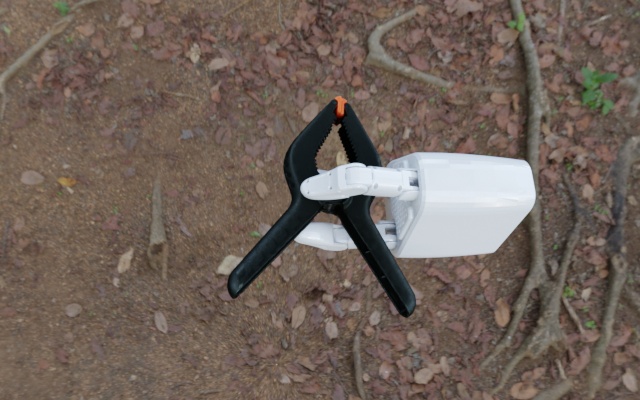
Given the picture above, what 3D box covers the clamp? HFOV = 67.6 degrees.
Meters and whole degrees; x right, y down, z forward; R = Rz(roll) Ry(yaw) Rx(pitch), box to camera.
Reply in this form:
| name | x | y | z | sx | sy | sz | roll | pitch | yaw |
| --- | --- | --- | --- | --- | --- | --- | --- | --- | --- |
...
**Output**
| name | x | y | z | sx | sy | sz | roll | pitch | yaw |
| --- | --- | --- | --- | --- | --- | --- | --- | --- | --- |
| clamp | 0.000 | 0.001 | 0.438 | 0.164 | 0.210 | 0.036 | 2 | -19 | -12 |
